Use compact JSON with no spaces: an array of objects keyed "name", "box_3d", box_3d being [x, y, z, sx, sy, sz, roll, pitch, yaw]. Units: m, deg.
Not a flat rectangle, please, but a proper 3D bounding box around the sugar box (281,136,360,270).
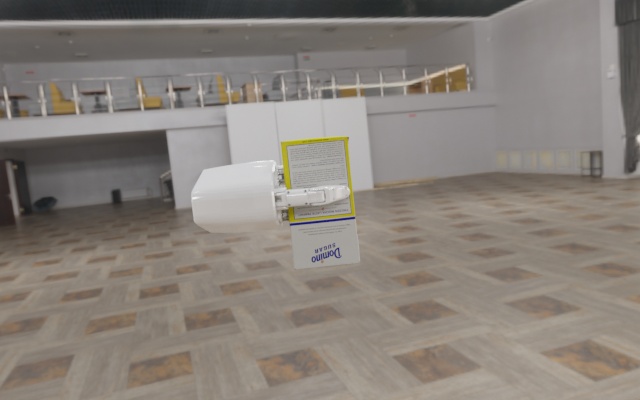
[{"name":"sugar box","box_3d":[0.000,0.002,0.661,0.093,0.176,0.048,-5,7,-1]}]
